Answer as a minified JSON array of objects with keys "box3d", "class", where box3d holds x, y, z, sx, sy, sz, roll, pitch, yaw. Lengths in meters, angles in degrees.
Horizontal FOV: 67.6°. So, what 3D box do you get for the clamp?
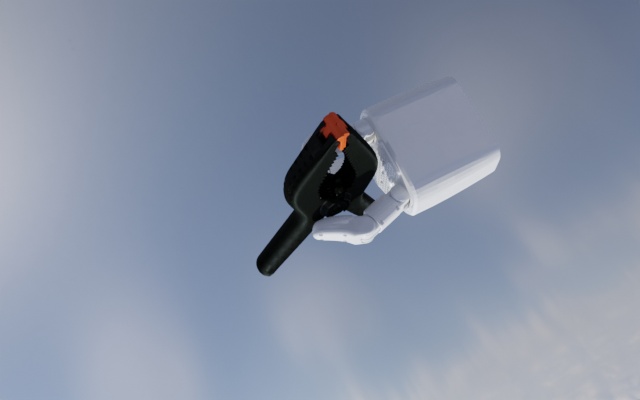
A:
[{"box3d":[0.001,0.002,0.469,0.164,0.036,0.210,-26,-29,-11],"class":"clamp"}]
